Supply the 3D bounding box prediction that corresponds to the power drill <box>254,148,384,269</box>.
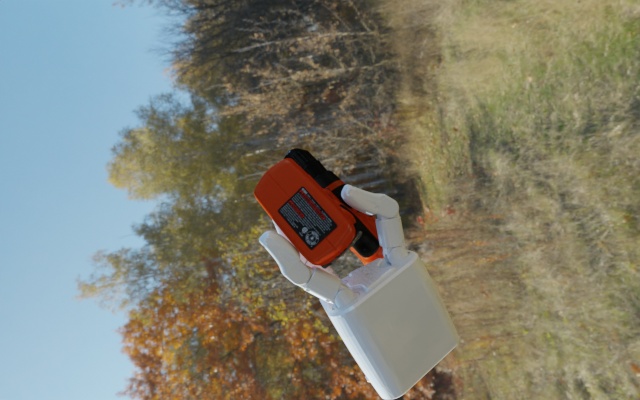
[{"bbox_3d":[0.000,0.002,0.530,0.184,0.057,0.187,46,12,13],"label":"power drill"}]
